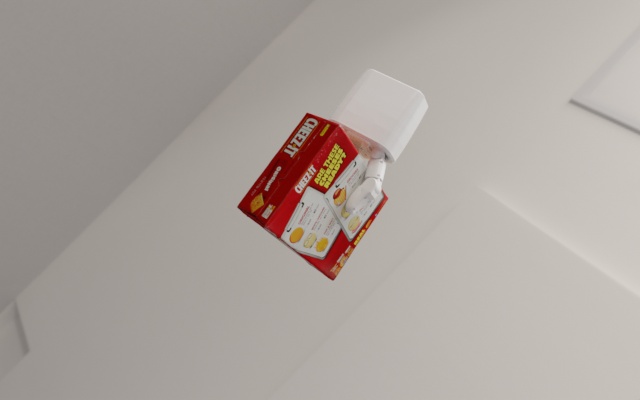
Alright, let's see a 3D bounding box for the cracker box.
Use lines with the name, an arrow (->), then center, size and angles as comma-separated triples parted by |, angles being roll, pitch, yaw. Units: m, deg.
cracker box -> 0.000, 0.002, 0.696 | 0.072, 0.164, 0.214 | 29, -11, 36
